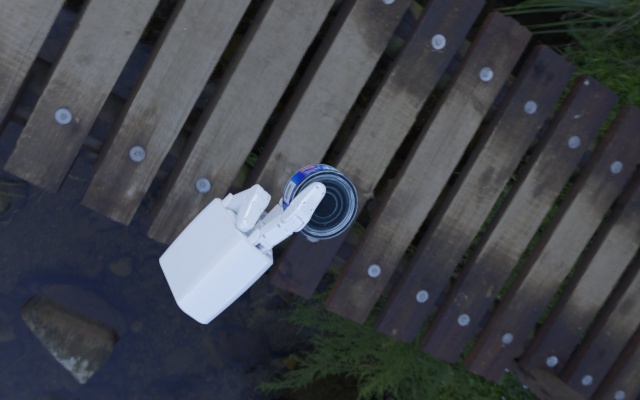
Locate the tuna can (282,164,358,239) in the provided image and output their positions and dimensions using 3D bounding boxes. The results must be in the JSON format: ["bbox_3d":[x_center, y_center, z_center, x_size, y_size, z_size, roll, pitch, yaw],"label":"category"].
[{"bbox_3d":[0.000,0.002,0.563,0.086,0.086,0.033,0,15,-20],"label":"tuna can"}]
